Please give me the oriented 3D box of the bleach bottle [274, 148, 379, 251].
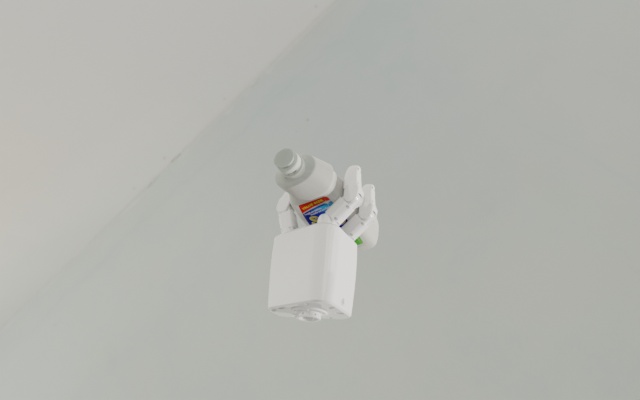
[{"bbox_3d":[0.000,0.002,0.700,0.102,0.068,0.251,-8,-29,25],"label":"bleach bottle"}]
